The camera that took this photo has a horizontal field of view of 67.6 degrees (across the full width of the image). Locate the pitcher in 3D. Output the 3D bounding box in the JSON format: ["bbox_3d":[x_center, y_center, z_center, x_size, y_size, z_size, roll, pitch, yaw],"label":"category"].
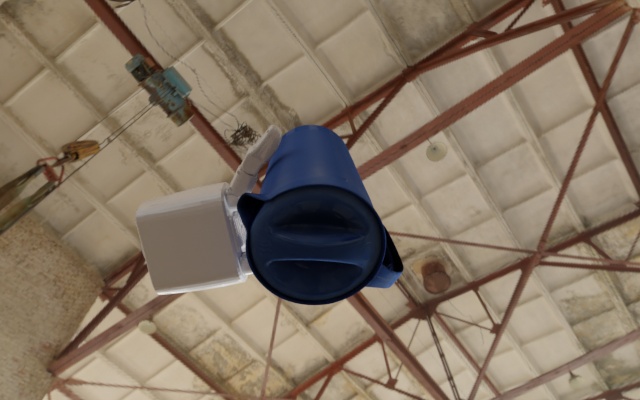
[{"bbox_3d":[0.000,0.002,0.554,0.145,0.149,0.242,-14,25,4],"label":"pitcher"}]
